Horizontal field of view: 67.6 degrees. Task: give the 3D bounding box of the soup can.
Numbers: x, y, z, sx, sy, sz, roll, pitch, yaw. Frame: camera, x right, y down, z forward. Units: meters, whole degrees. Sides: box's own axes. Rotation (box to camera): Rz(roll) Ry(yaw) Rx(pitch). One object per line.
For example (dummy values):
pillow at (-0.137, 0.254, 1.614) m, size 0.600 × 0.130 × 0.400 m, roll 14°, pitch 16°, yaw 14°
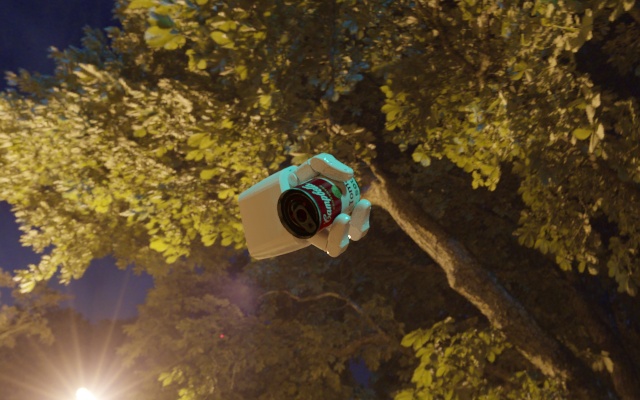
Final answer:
soup can at (0.001, 0.002, 0.637) m, size 0.068 × 0.068 × 0.102 m, roll 0°, pitch 18°, yaw 36°
